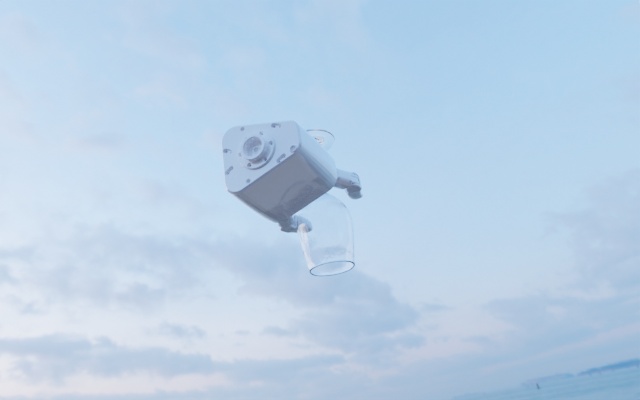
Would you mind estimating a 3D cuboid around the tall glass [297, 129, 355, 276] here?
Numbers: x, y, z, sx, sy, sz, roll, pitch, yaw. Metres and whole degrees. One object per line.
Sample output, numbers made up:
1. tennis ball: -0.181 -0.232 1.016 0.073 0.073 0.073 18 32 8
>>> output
1. tall glass: 0.000 0.002 0.677 0.079 0.201 0.079 -8 -24 -4
